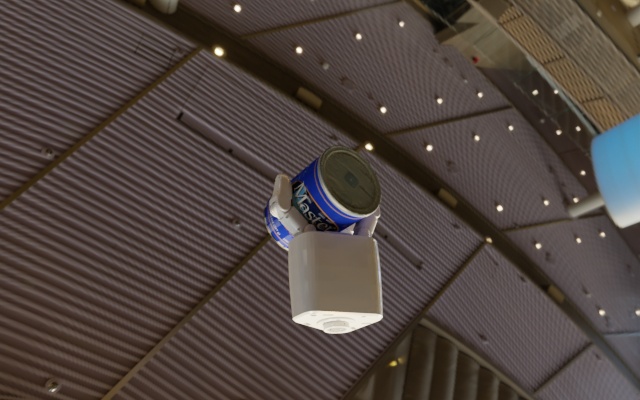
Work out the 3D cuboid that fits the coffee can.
[{"bbox_3d":[0.000,0.002,0.666,0.103,0.102,0.140,0,-25,-40],"label":"coffee can"}]
